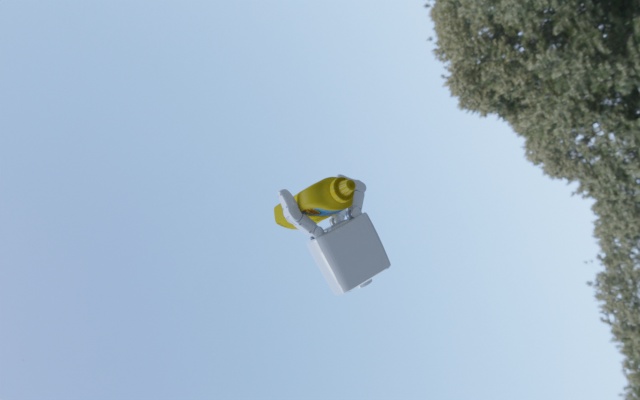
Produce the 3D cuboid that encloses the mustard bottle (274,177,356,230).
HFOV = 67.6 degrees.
[{"bbox_3d":[0.000,0.002,0.828,0.096,0.058,0.192,2,-17,-31],"label":"mustard bottle"}]
